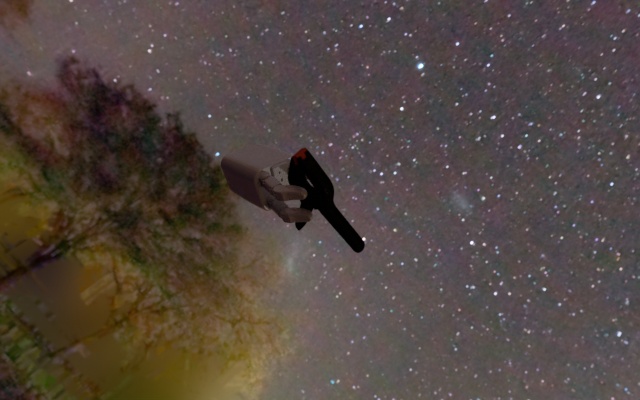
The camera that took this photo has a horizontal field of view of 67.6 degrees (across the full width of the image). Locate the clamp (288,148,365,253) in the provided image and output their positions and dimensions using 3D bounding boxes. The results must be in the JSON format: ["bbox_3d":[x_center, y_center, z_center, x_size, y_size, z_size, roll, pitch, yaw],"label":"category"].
[{"bbox_3d":[0.000,0.002,0.847,0.164,0.210,0.036,22,52,33],"label":"clamp"}]
